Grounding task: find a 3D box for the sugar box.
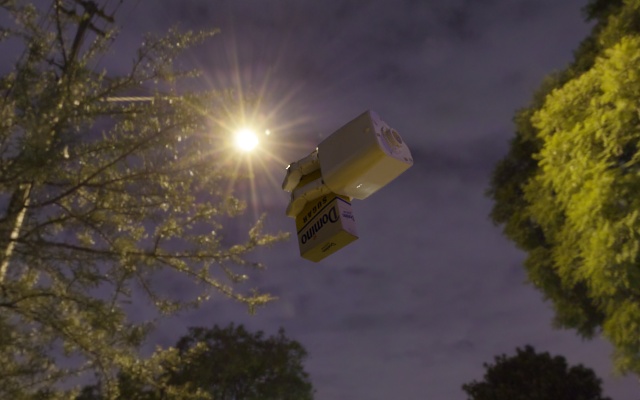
[{"bbox_3d":[0.000,0.002,0.782,0.093,0.176,0.048,-34,-43,29],"label":"sugar box"}]
